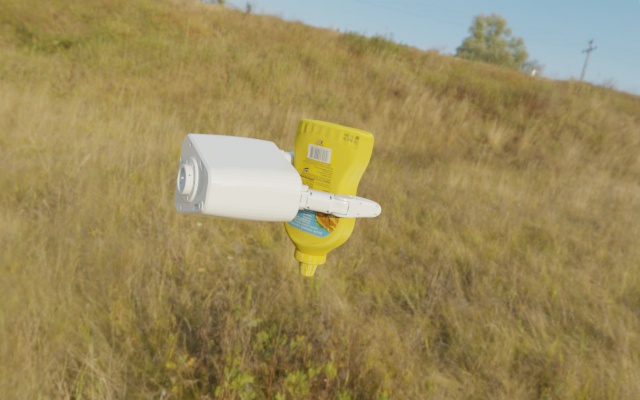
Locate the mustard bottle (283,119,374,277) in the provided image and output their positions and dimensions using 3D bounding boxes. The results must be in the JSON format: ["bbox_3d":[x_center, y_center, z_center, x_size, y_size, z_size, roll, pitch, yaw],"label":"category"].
[{"bbox_3d":[0.000,0.002,0.587,0.096,0.192,0.058,18,13,30],"label":"mustard bottle"}]
